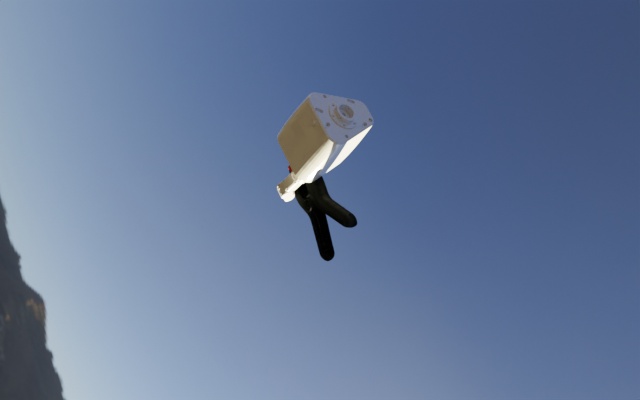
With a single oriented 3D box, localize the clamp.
[{"bbox_3d":[0.000,0.002,0.770,0.039,0.171,0.120,-16,-19,-37],"label":"clamp"}]
